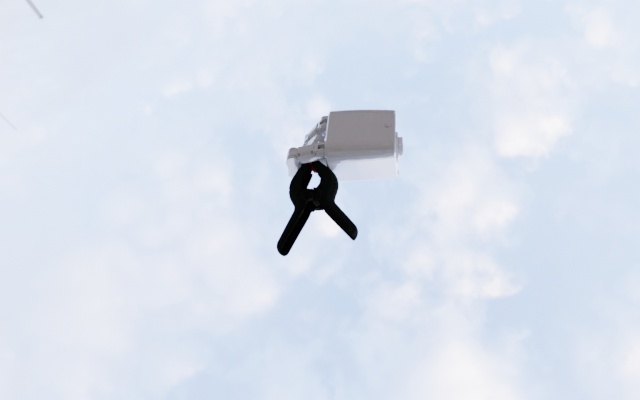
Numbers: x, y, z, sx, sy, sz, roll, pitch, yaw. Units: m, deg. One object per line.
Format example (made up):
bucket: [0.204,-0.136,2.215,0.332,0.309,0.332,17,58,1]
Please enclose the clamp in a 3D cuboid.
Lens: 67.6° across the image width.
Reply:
clamp: [0.000,0.003,0.718,0.120,0.171,0.039,-3,-32,13]
